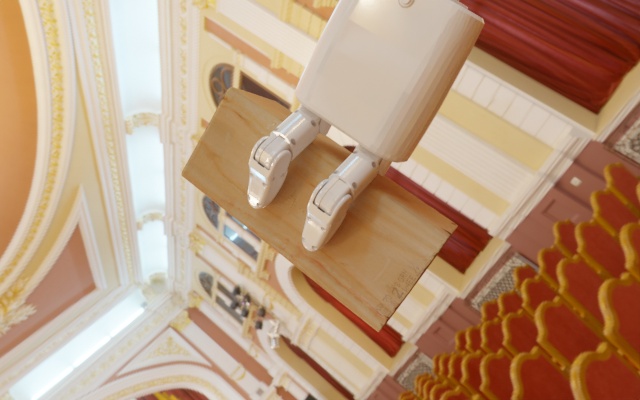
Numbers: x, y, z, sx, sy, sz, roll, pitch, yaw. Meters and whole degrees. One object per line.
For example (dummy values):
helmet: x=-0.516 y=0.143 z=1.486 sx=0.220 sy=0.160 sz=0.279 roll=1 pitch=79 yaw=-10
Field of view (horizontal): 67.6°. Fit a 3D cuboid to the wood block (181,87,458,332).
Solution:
wood block: x=0.000 y=0.001 z=0.404 sx=0.206 sy=0.090 sz=0.091 roll=37 pitch=14 yaw=16
